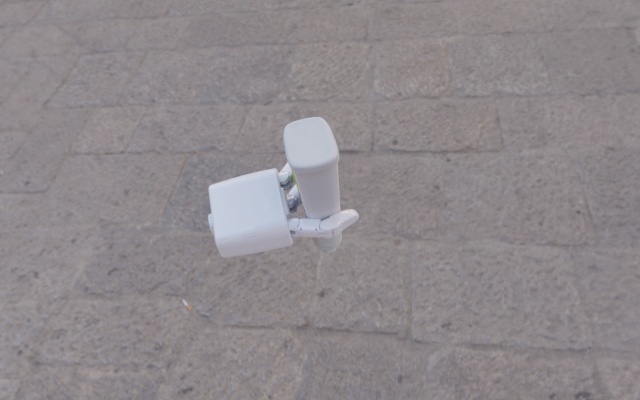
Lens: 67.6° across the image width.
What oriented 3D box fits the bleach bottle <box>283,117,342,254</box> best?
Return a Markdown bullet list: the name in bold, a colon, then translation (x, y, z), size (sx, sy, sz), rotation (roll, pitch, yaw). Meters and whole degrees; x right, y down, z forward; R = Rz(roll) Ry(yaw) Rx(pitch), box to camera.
- **bleach bottle**: translation (0.000, 0.002, 0.718), size (0.068, 0.102, 0.251), rotation (-13, -42, -2)
